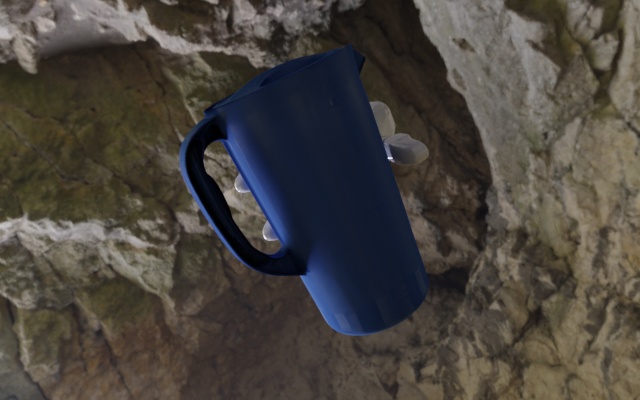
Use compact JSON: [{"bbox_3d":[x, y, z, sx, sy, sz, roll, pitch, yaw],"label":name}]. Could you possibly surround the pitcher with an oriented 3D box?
[{"bbox_3d":[0.000,0.001,0.426,0.149,0.243,0.145,-18,19,20],"label":"pitcher"}]
